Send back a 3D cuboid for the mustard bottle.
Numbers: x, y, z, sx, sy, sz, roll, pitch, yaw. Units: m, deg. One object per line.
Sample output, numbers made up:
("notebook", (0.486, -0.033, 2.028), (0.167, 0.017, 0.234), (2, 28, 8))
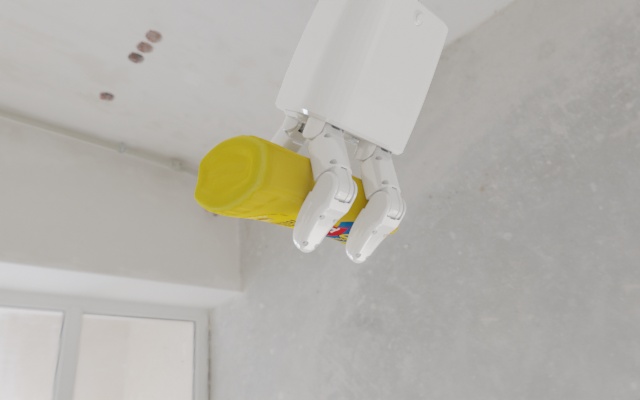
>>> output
("mustard bottle", (0.000, 0.002, 0.403), (0.192, 0.058, 0.096), (17, -17, -40))
